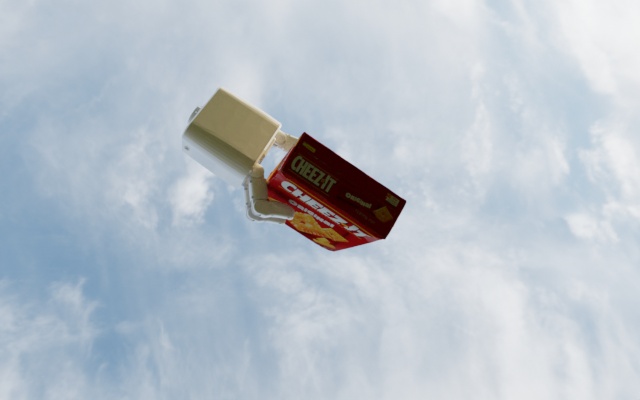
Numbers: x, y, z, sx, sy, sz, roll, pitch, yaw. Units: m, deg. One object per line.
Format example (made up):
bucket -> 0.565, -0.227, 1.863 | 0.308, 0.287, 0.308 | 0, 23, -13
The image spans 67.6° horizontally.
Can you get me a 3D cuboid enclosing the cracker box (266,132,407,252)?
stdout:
cracker box -> 0.000, 0.002, 0.698 | 0.164, 0.072, 0.214 | 33, -17, -9
